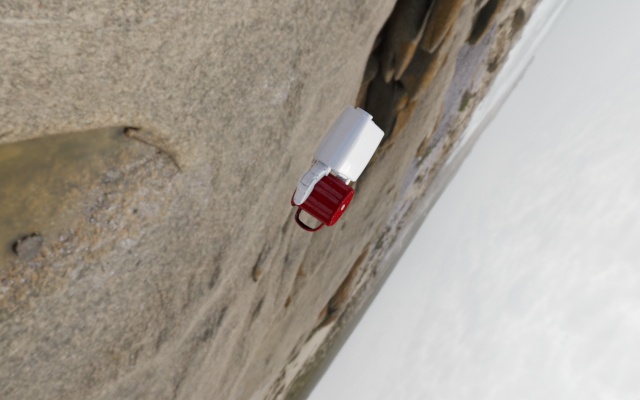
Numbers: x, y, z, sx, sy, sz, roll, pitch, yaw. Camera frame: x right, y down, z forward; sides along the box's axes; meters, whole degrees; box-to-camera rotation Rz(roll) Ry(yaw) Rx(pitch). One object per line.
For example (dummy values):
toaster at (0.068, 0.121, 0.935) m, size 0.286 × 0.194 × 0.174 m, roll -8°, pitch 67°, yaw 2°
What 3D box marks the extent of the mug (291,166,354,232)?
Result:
mug at (0.000, 0.004, 0.853) m, size 0.081 × 0.117 × 0.093 m, roll 34°, pitch 7°, yaw 11°
